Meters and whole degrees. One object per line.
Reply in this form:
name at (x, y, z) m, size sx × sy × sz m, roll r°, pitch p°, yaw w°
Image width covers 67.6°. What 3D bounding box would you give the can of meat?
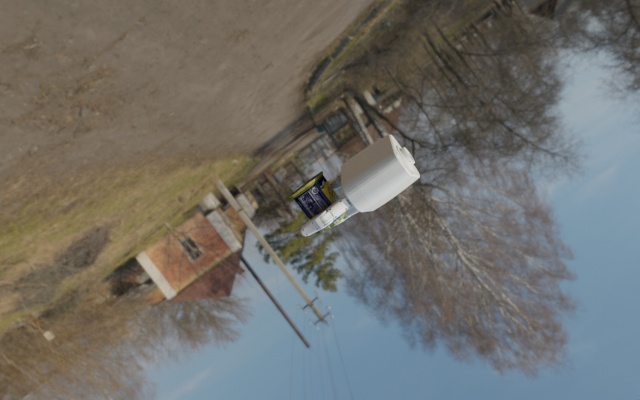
can of meat at (0.000, 0.003, 0.839) m, size 0.057 × 0.084 × 0.102 m, roll -36°, pitch 5°, yaw 14°
